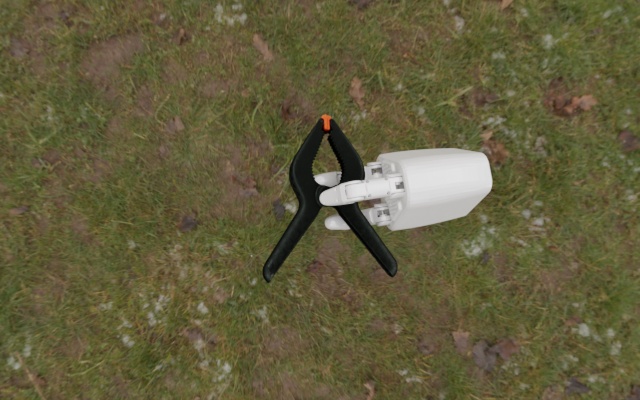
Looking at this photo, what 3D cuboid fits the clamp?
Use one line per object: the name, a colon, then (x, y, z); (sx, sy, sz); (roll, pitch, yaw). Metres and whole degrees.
clamp: (0.000, 0.001, 0.586); (0.164, 0.210, 0.036); (-8, -5, -9)
